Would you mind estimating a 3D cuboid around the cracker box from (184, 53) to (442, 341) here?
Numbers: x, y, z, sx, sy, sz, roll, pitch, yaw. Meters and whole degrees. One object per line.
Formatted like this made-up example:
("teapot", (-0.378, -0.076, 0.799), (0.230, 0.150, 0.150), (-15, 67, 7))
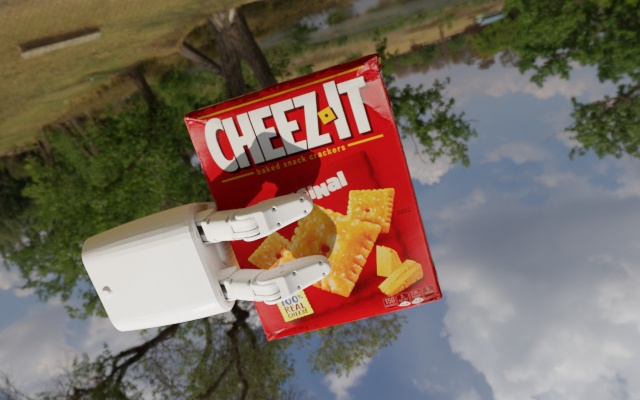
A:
("cracker box", (0.000, 0.001, 0.418), (0.164, 0.214, 0.072), (-15, 15, 10))
